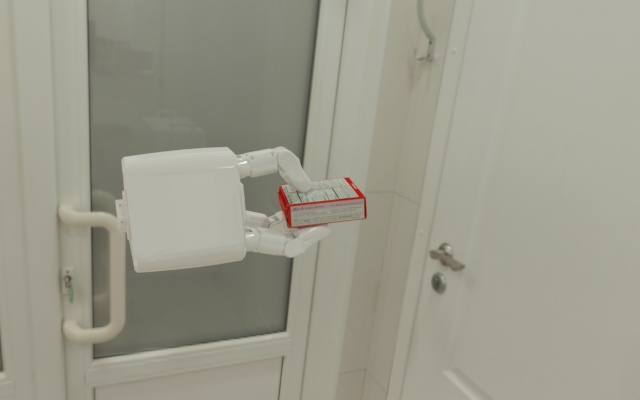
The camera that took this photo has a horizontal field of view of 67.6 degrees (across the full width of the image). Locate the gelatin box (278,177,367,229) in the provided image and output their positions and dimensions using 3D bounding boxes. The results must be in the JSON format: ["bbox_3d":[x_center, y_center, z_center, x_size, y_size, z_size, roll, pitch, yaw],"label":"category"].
[{"bbox_3d":[0.000,0.001,0.542,0.089,0.030,0.073,-7,20,-9],"label":"gelatin box"}]
